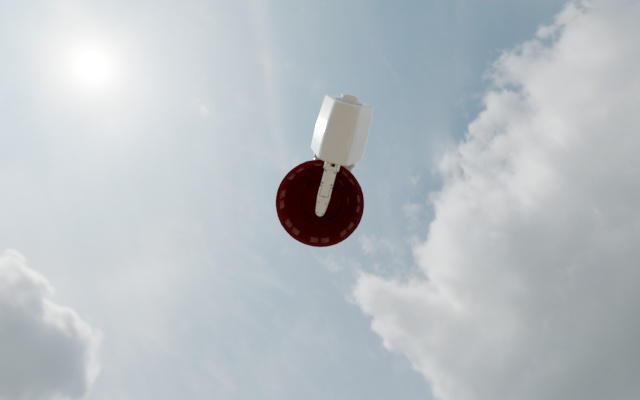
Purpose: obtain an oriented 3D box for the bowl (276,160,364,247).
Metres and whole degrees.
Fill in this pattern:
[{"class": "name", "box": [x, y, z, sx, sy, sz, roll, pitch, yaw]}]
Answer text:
[{"class": "bowl", "box": [0.000, 0.004, 0.892, 0.162, 0.162, 0.055, 0, 8, 4]}]
